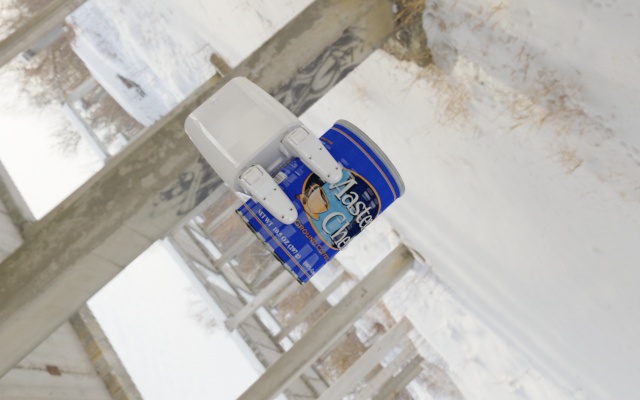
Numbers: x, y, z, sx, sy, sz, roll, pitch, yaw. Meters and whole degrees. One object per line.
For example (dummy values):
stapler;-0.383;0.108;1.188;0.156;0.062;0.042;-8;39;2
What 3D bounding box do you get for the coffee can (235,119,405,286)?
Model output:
coffee can;0.000;0.002;0.485;0.140;0.103;0.103;-42;6;-6
